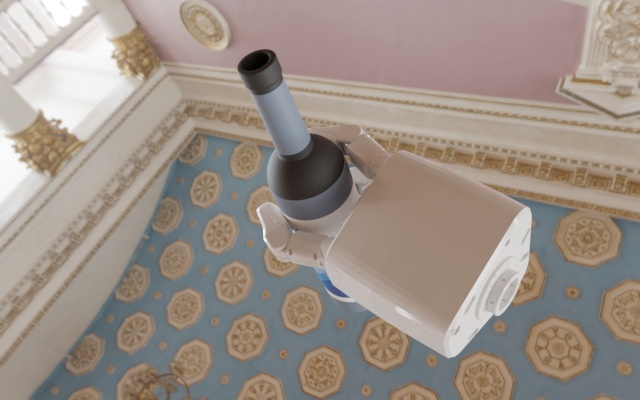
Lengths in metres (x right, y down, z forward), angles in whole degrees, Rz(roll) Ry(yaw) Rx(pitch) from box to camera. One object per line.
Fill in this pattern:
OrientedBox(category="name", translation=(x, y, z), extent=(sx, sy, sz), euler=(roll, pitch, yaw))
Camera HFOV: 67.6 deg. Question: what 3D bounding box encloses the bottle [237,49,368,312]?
OrientedBox(category="bottle", translation=(0.000, 0.001, 0.415), extent=(0.069, 0.069, 0.296), euler=(0, -38, 21))
